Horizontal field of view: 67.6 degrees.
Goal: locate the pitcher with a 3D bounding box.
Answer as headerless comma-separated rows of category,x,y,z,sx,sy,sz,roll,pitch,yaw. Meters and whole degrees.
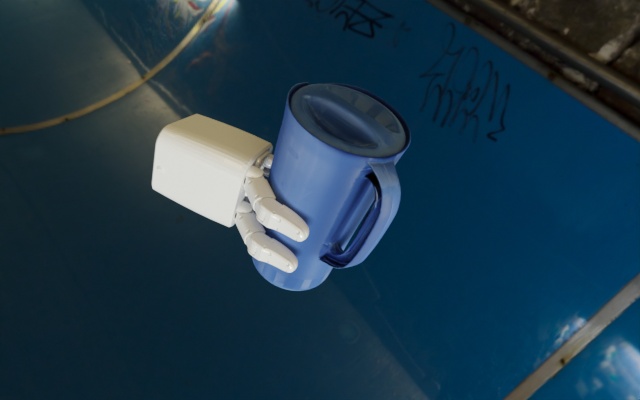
pitcher,0.000,0.002,0.549,0.145,0.243,0.149,24,40,2
